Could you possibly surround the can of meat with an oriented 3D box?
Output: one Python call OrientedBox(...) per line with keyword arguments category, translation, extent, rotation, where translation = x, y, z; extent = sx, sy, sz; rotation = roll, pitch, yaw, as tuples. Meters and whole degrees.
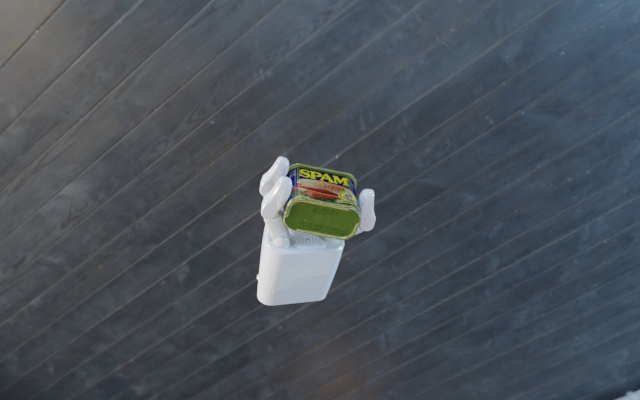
OrientedBox(category="can of meat", translation=(0.000, 0.002, 0.632), extent=(0.102, 0.057, 0.084), rotation=(11, 33, -11))
